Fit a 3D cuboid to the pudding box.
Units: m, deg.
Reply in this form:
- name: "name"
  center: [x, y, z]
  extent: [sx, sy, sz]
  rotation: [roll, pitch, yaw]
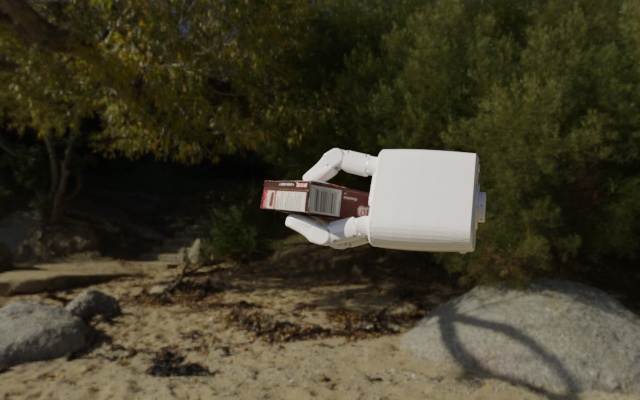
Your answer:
- name: "pudding box"
  center: [0.000, 0.002, 0.572]
  extent: [0.113, 0.039, 0.090]
  rotation: [12, -7, -41]
